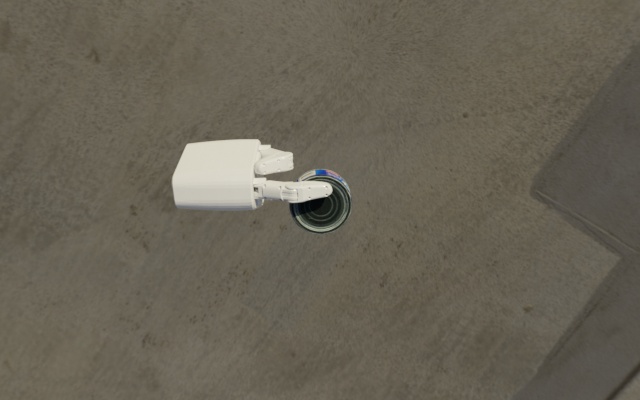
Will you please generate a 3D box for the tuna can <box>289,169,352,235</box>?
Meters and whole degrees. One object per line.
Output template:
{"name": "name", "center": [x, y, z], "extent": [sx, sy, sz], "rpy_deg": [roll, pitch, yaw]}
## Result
{"name": "tuna can", "center": [0.000, 0.002, 0.649], "extent": [0.086, 0.086, 0.033], "rpy_deg": [0, 17, -2]}
